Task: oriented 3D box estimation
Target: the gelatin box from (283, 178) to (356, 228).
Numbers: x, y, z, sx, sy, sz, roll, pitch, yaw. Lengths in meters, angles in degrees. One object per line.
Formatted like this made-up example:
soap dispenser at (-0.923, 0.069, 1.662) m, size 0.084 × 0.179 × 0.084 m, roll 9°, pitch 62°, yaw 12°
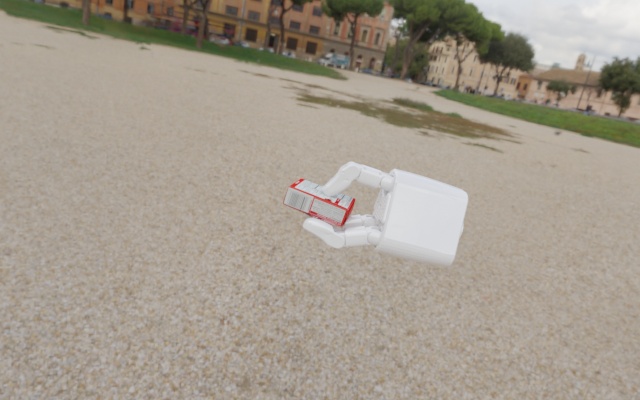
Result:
gelatin box at (0.000, 0.002, 0.665) m, size 0.089 × 0.030 × 0.073 m, roll 22°, pitch 15°, yaw 6°
